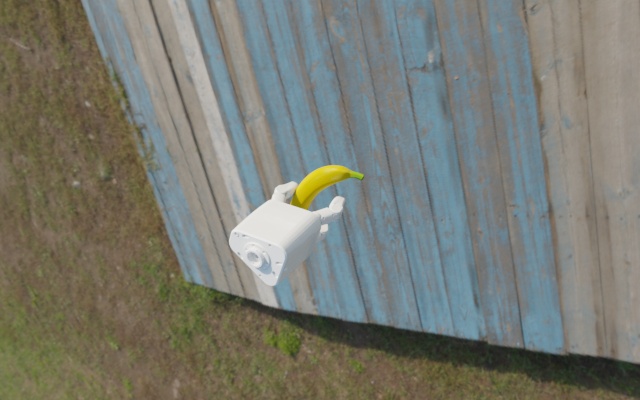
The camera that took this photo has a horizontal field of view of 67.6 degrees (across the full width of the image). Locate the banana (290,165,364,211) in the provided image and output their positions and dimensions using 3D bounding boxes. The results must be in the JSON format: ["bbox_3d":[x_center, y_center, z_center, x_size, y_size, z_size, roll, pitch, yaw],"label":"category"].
[{"bbox_3d":[-0.010,-0.013,0.887,0.198,0.069,0.037,-37,7,39],"label":"banana"}]
